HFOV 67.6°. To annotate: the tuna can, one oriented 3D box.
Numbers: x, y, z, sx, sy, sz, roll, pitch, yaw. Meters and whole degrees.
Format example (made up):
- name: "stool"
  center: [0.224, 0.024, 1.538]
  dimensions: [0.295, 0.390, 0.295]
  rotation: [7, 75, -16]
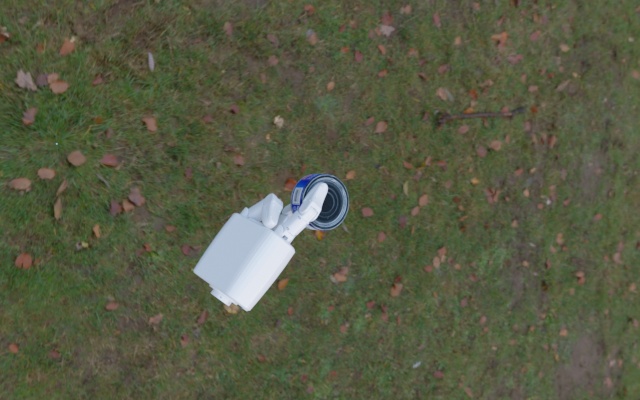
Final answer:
- name: "tuna can"
  center: [0.000, 0.002, 0.716]
  dimensions: [0.086, 0.086, 0.034]
  rotation: [0, 2, -32]
